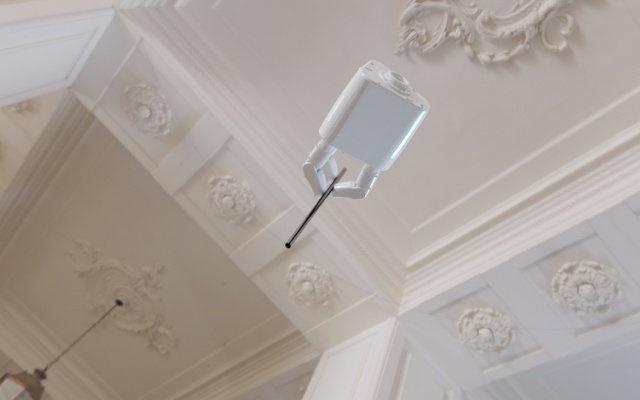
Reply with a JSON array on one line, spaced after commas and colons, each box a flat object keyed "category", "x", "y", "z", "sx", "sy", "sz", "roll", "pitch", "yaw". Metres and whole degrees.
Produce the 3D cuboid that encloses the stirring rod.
[{"category": "stirring rod", "x": 0.000, "y": 0.002, "z": 0.676, "sx": 0.011, "sy": 0.011, "sz": 0.239, "roll": 0, "pitch": 26, "yaw": 21}]
